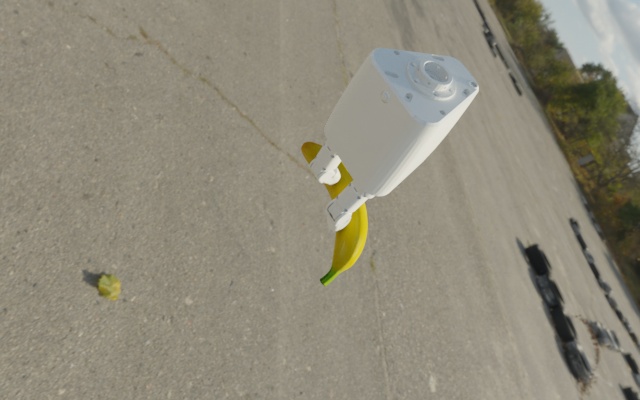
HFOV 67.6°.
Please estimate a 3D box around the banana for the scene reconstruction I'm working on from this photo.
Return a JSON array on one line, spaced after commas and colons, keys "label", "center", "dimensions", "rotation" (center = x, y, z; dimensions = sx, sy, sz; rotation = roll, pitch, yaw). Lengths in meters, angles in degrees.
[{"label": "banana", "center": [0.019, 0.001, 0.585], "dimensions": [0.069, 0.197, 0.037], "rotation": [-11, -29, 6]}]
